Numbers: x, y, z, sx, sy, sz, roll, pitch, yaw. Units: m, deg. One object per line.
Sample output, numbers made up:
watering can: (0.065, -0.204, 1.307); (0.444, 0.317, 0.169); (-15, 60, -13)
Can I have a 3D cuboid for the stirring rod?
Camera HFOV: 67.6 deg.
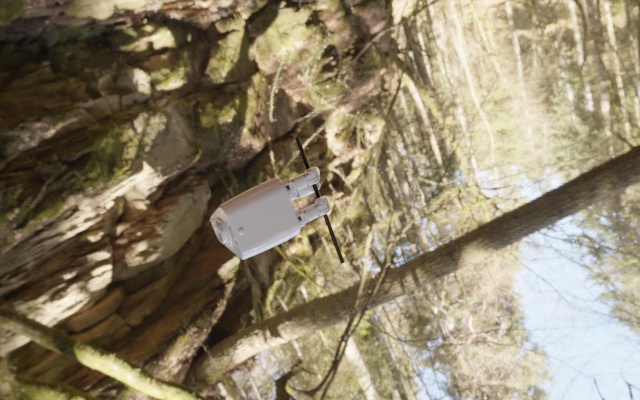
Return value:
stirring rod: (0.000, 0.003, 0.842); (0.011, 0.239, 0.011); (-19, 13, 4)
